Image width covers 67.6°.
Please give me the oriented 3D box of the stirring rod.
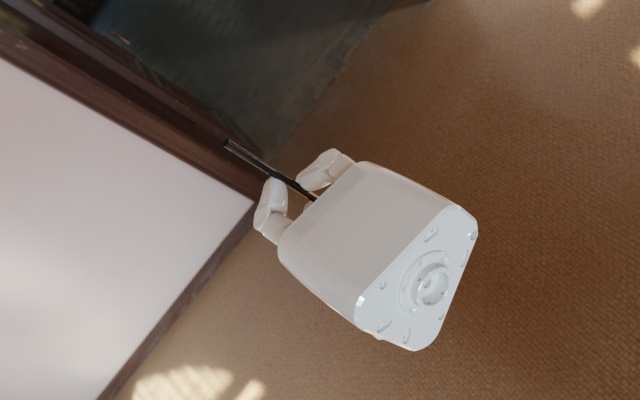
[{"bbox_3d":[0.000,0.002,0.482,0.240,0.011,0.011,32,-21,-37],"label":"stirring rod"}]
